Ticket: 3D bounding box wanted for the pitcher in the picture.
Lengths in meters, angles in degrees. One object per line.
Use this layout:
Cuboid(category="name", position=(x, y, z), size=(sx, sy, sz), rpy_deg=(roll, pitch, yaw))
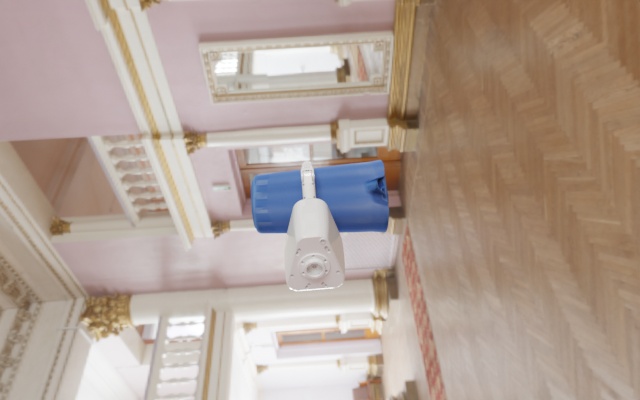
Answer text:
Cuboid(category="pitcher", position=(0.000, 0.003, 0.884), size=(0.243, 0.149, 0.145), rpy_deg=(-4, 31, -1))
